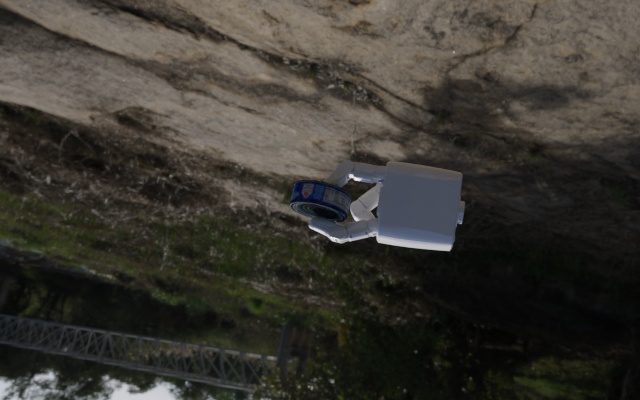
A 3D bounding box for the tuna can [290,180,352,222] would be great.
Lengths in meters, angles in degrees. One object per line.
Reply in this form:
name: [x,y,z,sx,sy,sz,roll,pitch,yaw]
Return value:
tuna can: [0.000,0.003,0.684,0.086,0.033,0.086,13,-17,4]
